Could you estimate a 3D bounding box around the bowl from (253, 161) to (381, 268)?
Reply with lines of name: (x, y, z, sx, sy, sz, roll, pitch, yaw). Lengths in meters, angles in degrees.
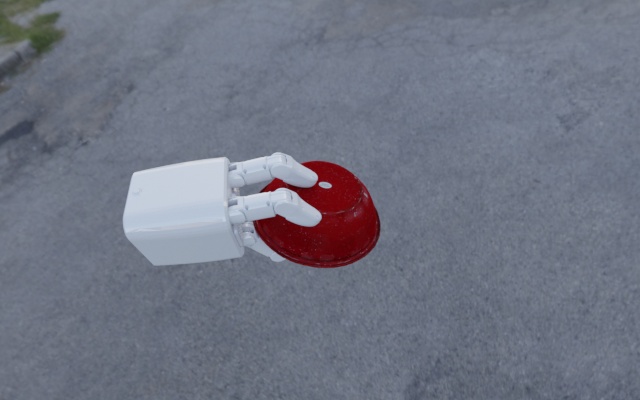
bowl: (0.001, 0.001, 0.577, 0.162, 0.055, 0.162, 7, 43, -6)
